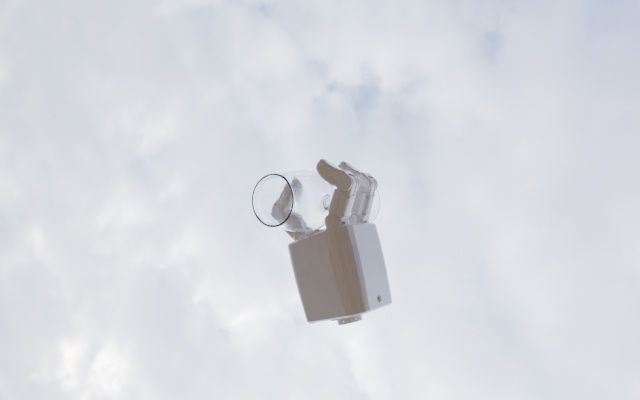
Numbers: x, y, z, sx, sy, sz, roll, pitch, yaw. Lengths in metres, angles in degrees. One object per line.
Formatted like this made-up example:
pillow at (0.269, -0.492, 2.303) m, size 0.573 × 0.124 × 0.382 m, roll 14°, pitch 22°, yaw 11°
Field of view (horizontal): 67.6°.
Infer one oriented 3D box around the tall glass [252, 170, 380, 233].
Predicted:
tall glass at (0.000, 0.002, 0.625) m, size 0.079 × 0.079 × 0.201 m, roll 0°, pitch -2°, yaw 34°
